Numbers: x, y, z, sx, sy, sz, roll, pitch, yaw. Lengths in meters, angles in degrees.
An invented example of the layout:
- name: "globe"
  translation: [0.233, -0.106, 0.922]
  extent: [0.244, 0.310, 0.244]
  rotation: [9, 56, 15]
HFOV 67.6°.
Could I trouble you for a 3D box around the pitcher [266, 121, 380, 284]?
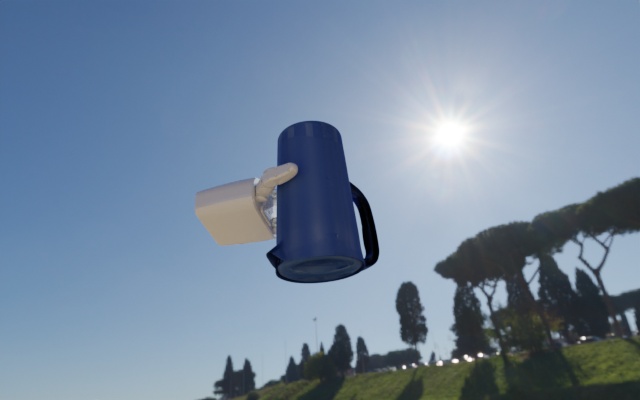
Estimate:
- name: "pitcher"
  translation: [0.000, 0.002, 0.755]
  extent: [0.145, 0.242, 0.149]
  rotation: [-12, -26, 15]
